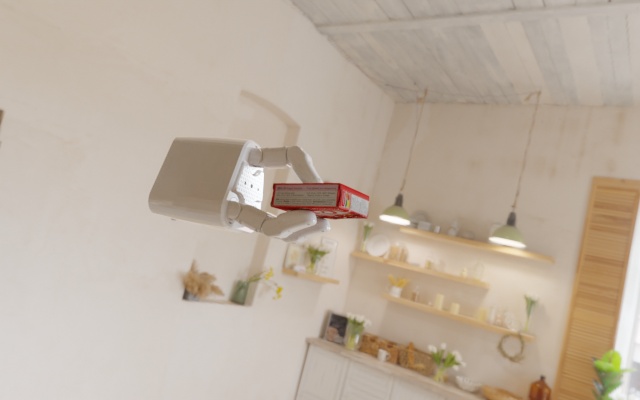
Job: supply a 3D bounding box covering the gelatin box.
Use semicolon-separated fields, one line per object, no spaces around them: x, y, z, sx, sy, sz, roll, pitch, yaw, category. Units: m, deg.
0.000;0.001;0.539;0.089;0.030;0.073;0;-11;30;gelatin box
